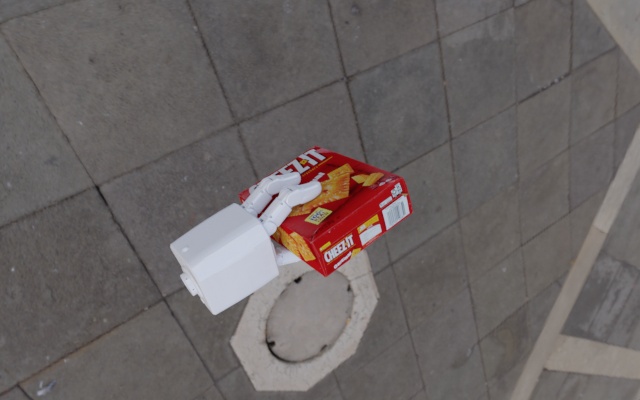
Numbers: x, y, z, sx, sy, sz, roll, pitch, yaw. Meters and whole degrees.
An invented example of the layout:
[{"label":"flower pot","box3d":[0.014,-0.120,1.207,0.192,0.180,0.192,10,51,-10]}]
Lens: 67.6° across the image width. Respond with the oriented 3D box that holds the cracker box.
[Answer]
[{"label":"cracker box","box3d":[0.000,0.003,0.703,0.164,0.072,0.213,-34,34,-22]}]
